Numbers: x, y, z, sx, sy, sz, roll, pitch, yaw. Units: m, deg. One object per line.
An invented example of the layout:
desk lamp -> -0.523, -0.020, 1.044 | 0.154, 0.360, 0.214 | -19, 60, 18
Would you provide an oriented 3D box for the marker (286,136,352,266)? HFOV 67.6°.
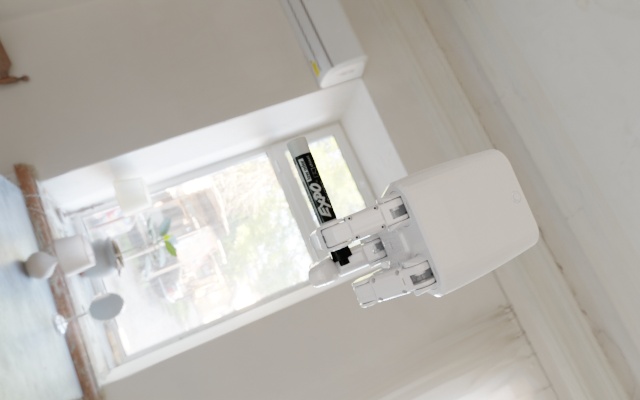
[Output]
marker -> 0.000, 0.001, 0.430 | 0.020, 0.121, 0.020 | -22, -3, -1
